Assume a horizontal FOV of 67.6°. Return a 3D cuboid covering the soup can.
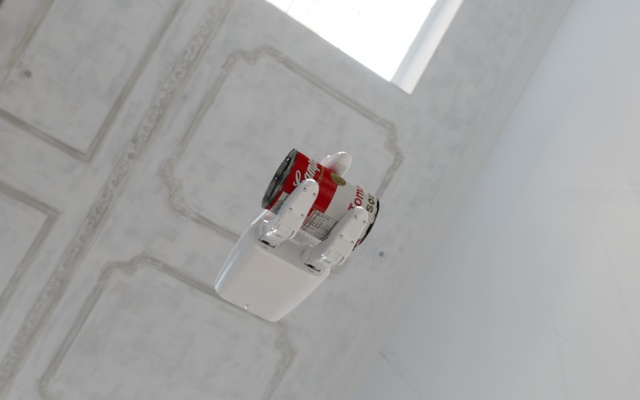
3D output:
[{"bbox_3d":[0.001,0.001,0.487,0.102,0.068,0.068,30,-7,-13],"label":"soup can"}]
